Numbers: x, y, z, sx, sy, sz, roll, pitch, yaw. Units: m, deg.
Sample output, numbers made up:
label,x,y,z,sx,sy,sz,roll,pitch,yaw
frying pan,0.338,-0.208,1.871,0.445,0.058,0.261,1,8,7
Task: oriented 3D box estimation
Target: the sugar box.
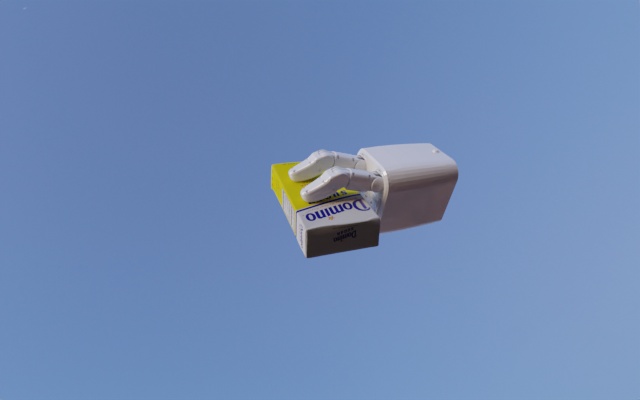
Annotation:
label,x,y,z,sx,sy,sz,roll,pitch,yaw
sugar box,0.000,0.001,0.613,0.093,0.048,0.176,-8,28,-17
